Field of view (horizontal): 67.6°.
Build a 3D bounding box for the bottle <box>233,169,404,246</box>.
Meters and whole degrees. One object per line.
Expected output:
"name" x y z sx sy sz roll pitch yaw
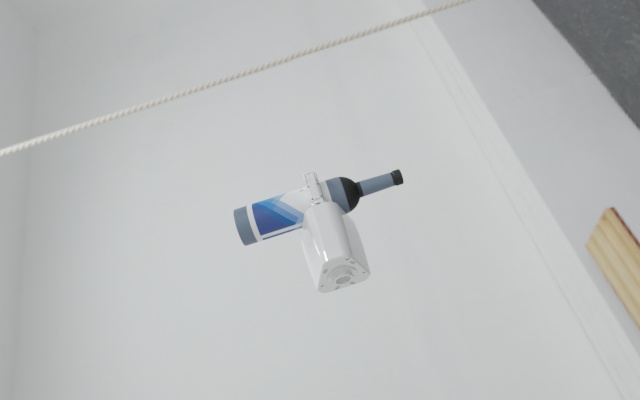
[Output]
"bottle" 0.000 0.003 0.829 0.296 0.069 0.069 -18 0 0
